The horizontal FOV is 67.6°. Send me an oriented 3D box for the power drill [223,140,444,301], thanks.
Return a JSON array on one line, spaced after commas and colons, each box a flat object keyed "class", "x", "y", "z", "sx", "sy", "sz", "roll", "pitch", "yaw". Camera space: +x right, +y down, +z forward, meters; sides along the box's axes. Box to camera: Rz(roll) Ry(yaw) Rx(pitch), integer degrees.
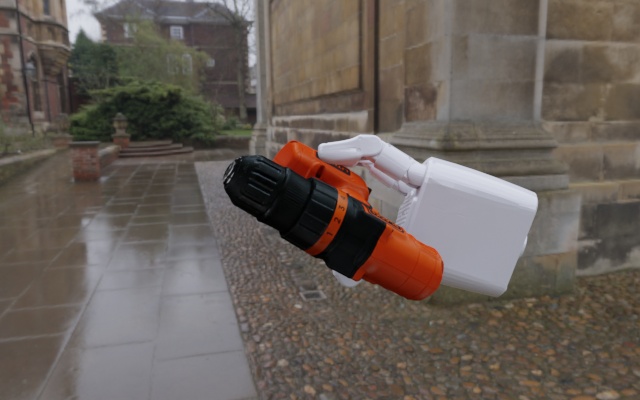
[{"class": "power drill", "x": 0.000, "y": 0.001, "z": 0.416, "sx": 0.184, "sy": 0.057, "sz": 0.187, "roll": 31, "pitch": 11, "yaw": -19}]
